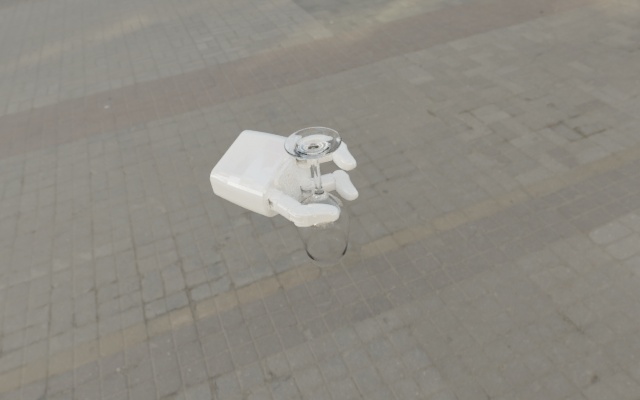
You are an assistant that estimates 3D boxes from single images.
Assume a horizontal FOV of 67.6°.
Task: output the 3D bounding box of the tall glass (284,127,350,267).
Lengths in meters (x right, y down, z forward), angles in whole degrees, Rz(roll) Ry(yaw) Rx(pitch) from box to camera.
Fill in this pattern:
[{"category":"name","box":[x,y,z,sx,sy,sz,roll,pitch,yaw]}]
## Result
[{"category":"tall glass","box":[0.000,0.002,0.671,0.079,0.201,0.079,-5,39,4]}]
